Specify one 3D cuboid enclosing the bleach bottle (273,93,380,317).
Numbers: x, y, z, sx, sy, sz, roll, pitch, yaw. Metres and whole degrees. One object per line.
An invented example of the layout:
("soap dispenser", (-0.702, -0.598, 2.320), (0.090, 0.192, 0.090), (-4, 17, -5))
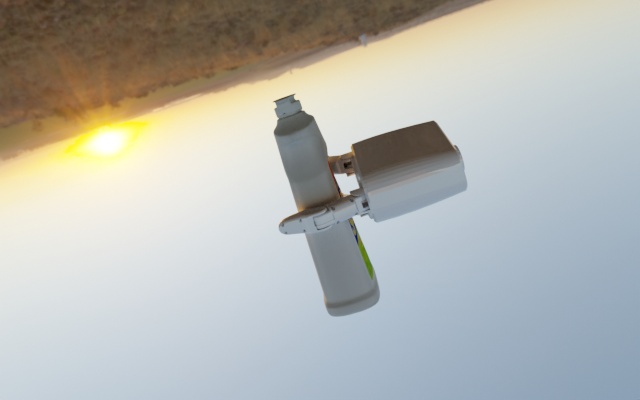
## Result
("bleach bottle", (0.000, 0.002, 0.556), (0.068, 0.251, 0.102), (-18, 16, 7))
